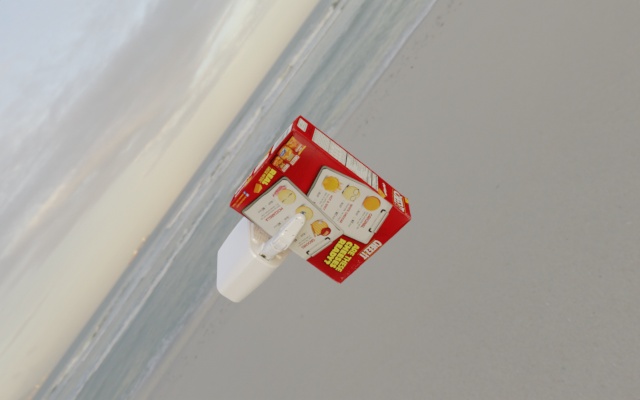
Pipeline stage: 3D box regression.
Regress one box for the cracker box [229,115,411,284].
[{"bbox_3d":[0.000,0.002,0.712,0.214,0.164,0.072,36,28,-14],"label":"cracker box"}]
